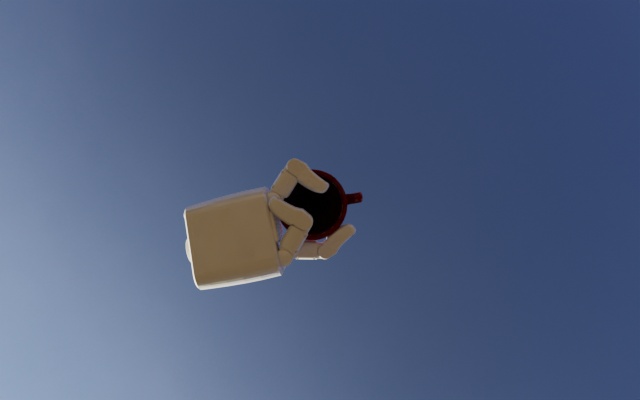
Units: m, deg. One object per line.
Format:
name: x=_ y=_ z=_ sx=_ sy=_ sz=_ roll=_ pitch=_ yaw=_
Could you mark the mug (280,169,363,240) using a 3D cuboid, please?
mug: x=0.002 y=0.002 z=0.663 sx=0.117 sy=0.093 sz=0.081 roll=-11 pitch=2 yaw=0
